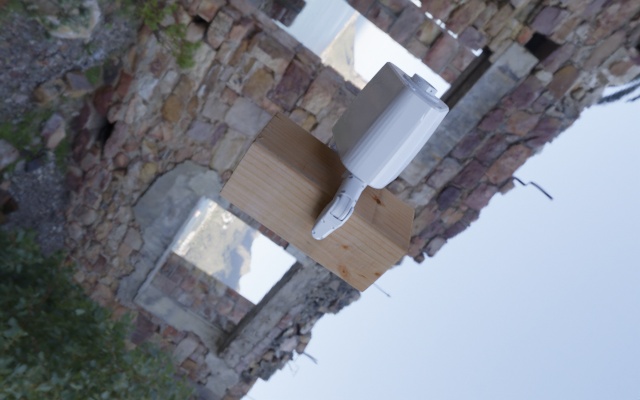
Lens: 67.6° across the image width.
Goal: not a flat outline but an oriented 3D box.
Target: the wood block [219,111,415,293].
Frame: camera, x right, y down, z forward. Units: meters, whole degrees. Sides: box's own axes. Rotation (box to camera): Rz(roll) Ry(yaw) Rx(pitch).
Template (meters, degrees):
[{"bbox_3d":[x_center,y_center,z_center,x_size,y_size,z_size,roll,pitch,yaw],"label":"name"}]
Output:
[{"bbox_3d":[0.000,0.002,0.566,0.206,0.090,0.090,35,35,-7],"label":"wood block"}]
